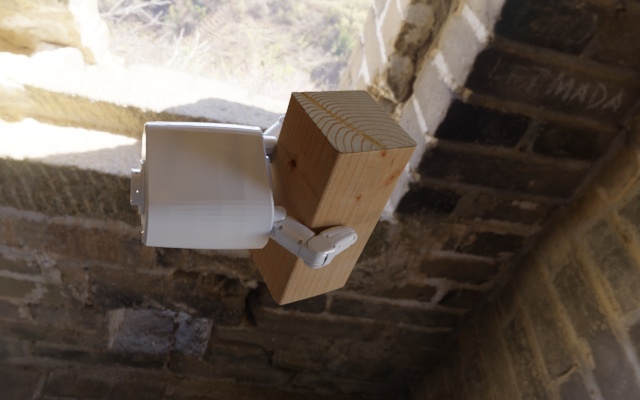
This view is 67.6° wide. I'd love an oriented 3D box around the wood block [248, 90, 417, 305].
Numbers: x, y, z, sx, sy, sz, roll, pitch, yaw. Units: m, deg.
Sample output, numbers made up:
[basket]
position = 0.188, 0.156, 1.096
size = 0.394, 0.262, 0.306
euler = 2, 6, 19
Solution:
[wood block]
position = 0.000, 0.002, 0.486
size = 0.090, 0.206, 0.090
euler = -9, 49, -32
